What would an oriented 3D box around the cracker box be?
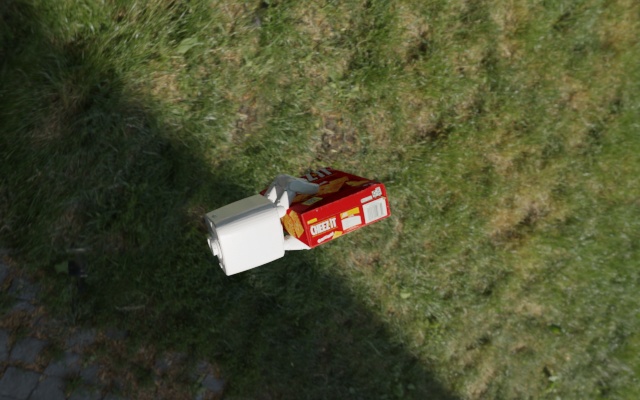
[{"bbox_3d":[0.000,0.003,0.886,0.164,0.072,0.213,-21,20,-21],"label":"cracker box"}]
